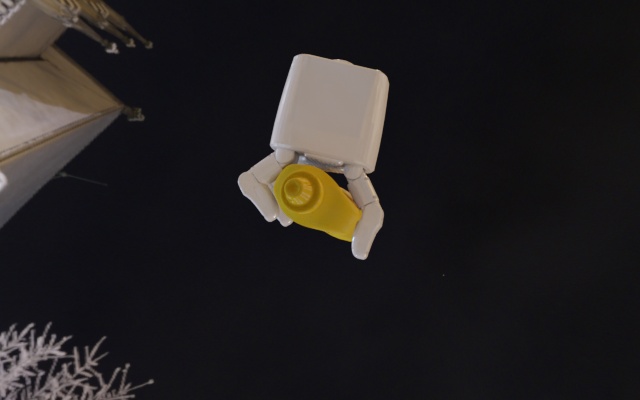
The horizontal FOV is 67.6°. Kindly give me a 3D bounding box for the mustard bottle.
[{"bbox_3d":[0.000,0.002,0.521,0.096,0.058,0.192,36,2,17],"label":"mustard bottle"}]
